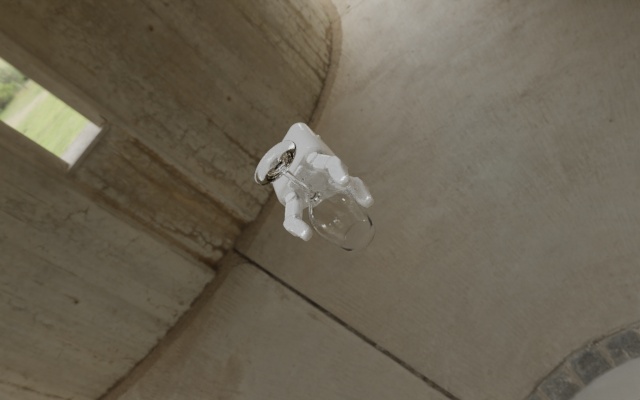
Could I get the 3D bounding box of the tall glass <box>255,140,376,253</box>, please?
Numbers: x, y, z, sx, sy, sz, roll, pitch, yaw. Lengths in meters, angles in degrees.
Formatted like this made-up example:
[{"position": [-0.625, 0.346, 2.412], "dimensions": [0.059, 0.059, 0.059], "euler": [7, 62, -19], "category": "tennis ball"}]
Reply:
[{"position": [0.000, 0.002, 0.696], "dimensions": [0.079, 0.079, 0.201], "euler": [0, -33, 47], "category": "tall glass"}]
